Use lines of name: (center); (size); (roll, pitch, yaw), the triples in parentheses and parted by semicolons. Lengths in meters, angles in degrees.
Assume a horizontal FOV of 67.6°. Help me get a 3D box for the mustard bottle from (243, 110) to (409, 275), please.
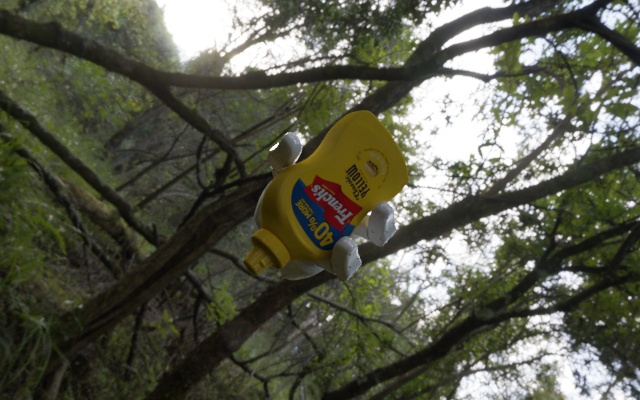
mustard bottle: (0.000, 0.001, 0.468); (0.191, 0.096, 0.058); (-43, 24, -22)
